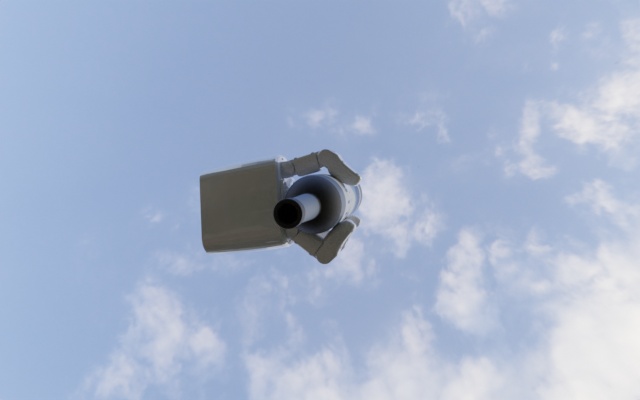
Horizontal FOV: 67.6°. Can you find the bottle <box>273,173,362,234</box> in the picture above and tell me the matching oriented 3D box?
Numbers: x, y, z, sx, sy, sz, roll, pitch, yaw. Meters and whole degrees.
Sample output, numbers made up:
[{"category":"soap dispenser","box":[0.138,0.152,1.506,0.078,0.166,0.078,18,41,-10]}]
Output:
[{"category":"bottle","box":[0.000,0.002,0.569,0.069,0.069,0.295,0,4,12]}]
